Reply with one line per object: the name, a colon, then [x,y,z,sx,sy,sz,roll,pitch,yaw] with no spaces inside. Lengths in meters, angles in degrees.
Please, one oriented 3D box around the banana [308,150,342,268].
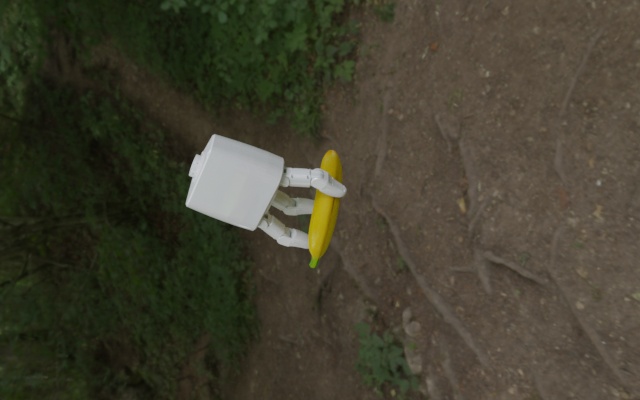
banana: [0.006,0.001,0.733,0.037,0.197,0.070,17,-20,-16]
